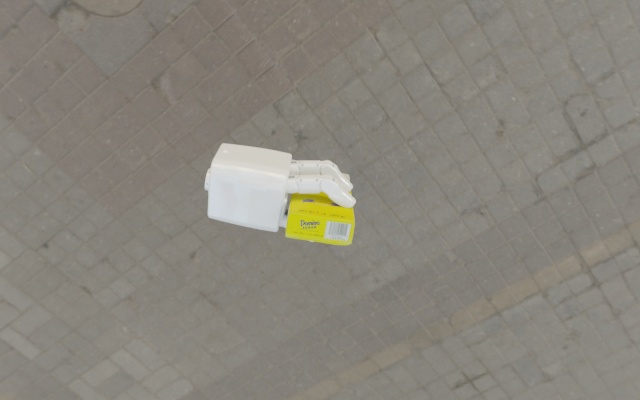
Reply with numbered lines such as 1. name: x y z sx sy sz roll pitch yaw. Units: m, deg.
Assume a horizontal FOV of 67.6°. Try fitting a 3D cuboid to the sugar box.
1. sugar box: 0.000 0.002 0.723 0.093 0.048 0.176 9 27 -4
